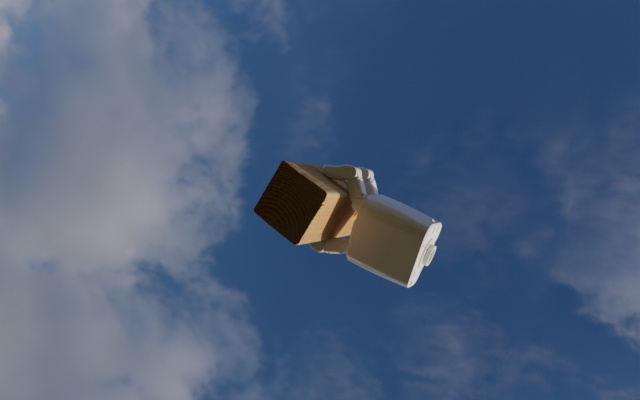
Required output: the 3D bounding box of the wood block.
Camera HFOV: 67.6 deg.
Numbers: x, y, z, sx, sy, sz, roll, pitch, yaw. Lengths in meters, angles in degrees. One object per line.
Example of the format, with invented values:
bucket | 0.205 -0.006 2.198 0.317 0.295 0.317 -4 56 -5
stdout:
wood block | 0.000 0.003 0.759 0.090 0.091 0.206 37 15 21
